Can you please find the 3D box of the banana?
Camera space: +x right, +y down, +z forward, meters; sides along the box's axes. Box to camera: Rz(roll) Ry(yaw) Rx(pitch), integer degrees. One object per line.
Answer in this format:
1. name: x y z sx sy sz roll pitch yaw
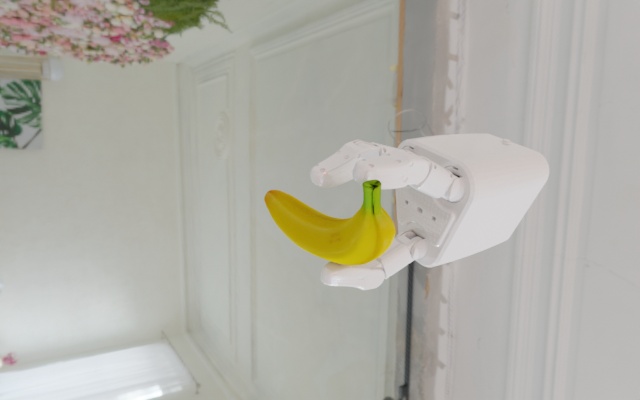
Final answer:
1. banana: 0.006 0.019 0.402 0.037 0.069 0.198 -17 6 -28
